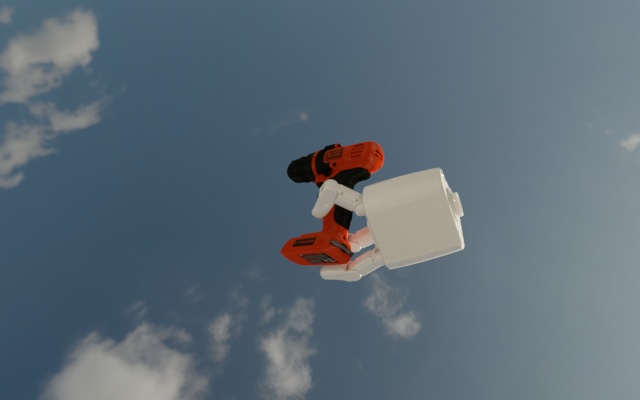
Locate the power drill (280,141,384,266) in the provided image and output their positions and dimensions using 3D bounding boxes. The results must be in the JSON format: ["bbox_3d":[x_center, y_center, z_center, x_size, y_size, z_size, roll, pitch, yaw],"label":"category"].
[{"bbox_3d":[0.000,0.003,0.722,0.184,0.187,0.057,-9,-32,43],"label":"power drill"}]
